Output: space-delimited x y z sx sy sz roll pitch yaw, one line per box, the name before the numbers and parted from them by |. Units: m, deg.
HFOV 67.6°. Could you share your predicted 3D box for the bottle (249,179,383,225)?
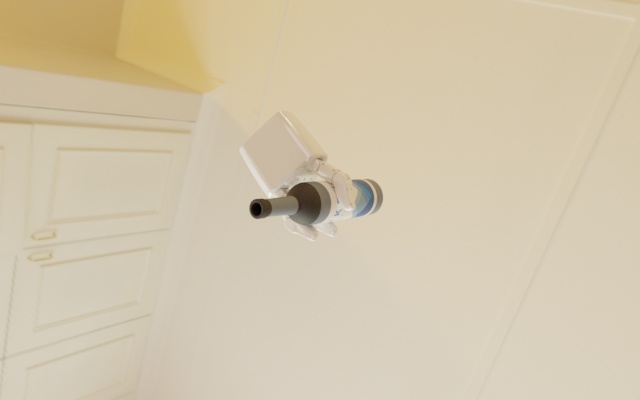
bottle | 0.000 0.003 0.754 0.069 0.069 0.295 0 3 36
